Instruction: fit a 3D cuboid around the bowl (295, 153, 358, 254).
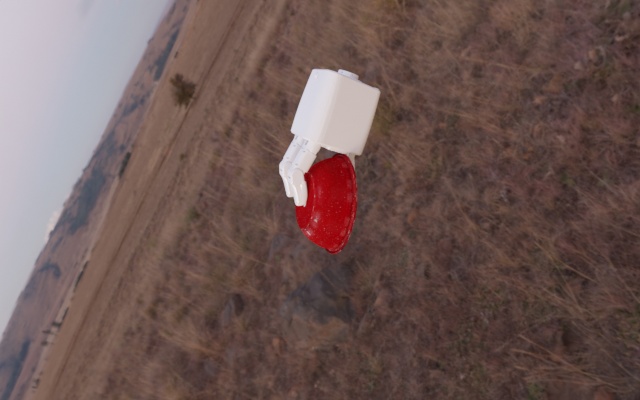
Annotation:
[{"bbox_3d":[0.000,0.004,0.749,0.055,0.162,0.162,4,-2,-20],"label":"bowl"}]
